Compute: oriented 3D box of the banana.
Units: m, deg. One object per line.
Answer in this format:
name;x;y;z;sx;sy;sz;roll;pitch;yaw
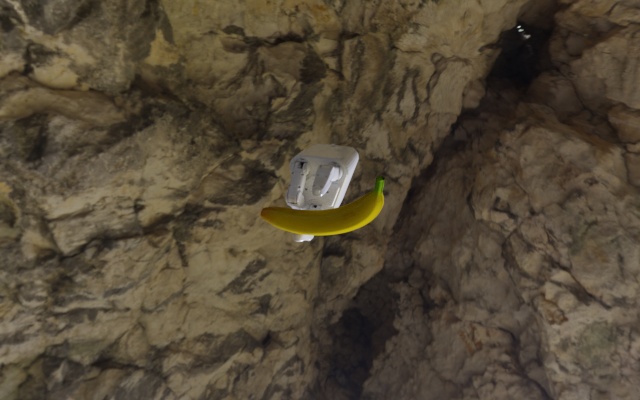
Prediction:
banana;0.010;0.018;0.679;0.198;0.070;0.037;-16;16;23
